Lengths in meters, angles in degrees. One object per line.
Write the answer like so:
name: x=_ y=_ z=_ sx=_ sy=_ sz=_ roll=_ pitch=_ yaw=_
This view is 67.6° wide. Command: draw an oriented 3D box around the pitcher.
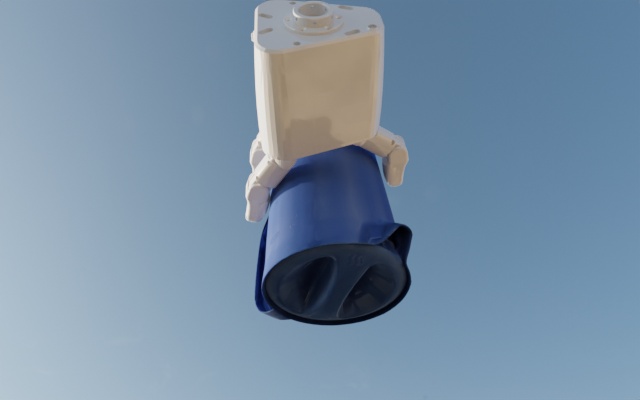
pitcher: x=0.000 y=0.002 z=0.507 sx=0.149 sy=0.242 sz=0.145 roll=-3 pitch=-44 yaw=-1
